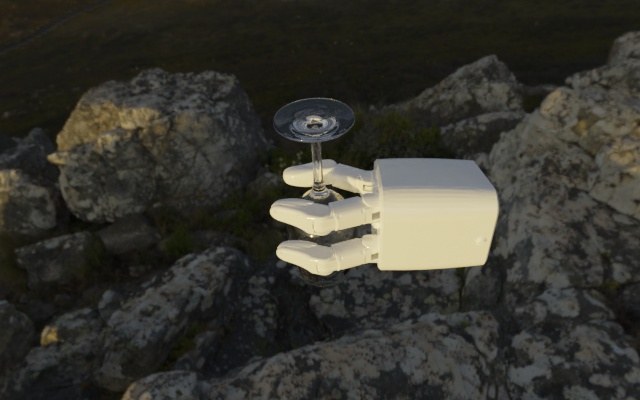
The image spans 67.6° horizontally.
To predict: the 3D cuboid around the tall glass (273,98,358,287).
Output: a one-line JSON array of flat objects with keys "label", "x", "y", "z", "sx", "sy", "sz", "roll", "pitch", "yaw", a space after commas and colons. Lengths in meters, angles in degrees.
[{"label": "tall glass", "x": 0.000, "y": 0.001, "z": 0.493, "sx": 0.079, "sy": 0.201, "sz": 0.079, "roll": -2, "pitch": 40, "yaw": 2}]
